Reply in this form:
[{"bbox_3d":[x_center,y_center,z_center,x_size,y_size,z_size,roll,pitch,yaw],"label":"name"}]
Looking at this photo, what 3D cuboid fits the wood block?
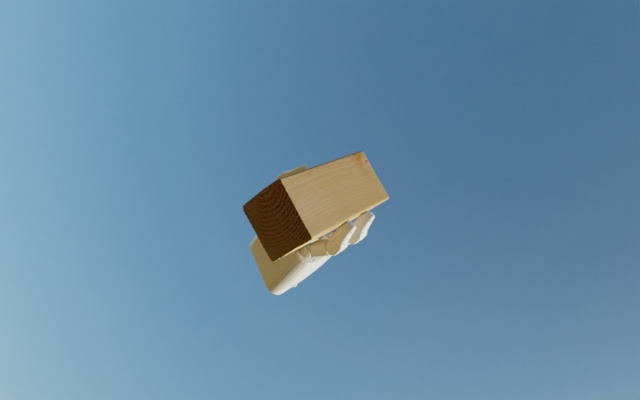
[{"bbox_3d":[0.000,0.002,0.707,0.090,0.091,0.206,-33,-6,39],"label":"wood block"}]
